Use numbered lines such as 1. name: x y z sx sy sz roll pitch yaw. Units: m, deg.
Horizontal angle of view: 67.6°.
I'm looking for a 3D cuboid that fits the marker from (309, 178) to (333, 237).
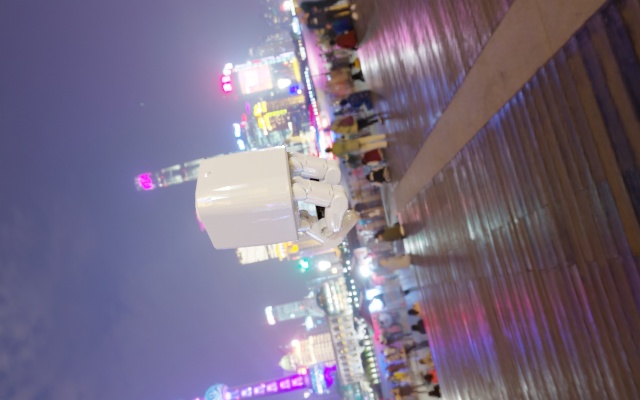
1. marker: 0.000 0.002 0.630 0.020 0.020 0.121 0 36 -8
